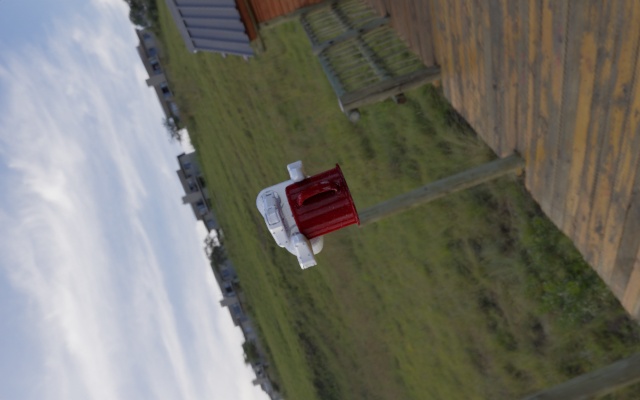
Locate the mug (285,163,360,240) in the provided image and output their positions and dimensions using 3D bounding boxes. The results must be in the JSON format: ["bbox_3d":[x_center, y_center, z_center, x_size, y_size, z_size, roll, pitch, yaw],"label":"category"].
[{"bbox_3d":[0.000,0.002,0.651,0.081,0.093,0.117,-20,-15,0],"label":"mug"}]
